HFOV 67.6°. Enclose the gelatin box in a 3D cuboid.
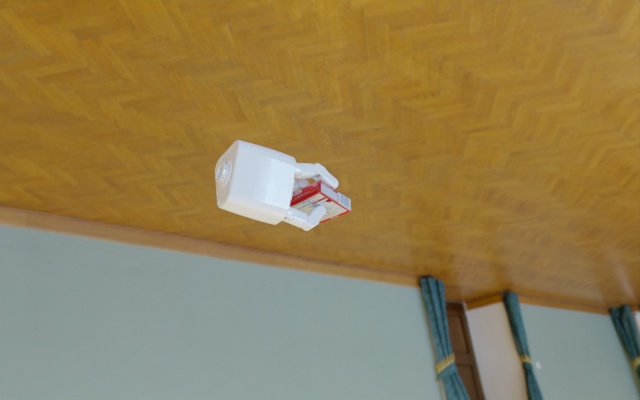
[{"bbox_3d":[0.000,0.003,0.866,0.073,0.030,0.089,-24,-40,35],"label":"gelatin box"}]
